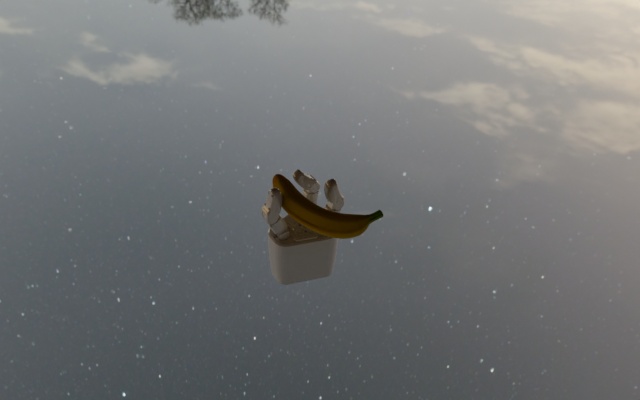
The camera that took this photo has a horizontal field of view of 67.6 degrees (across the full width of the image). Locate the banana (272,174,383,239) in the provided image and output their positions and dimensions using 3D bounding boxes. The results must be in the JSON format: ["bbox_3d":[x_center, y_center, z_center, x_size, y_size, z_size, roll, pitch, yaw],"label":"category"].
[{"bbox_3d":[-0.007,0.014,0.731,0.198,0.037,0.069,22,47,24],"label":"banana"}]
